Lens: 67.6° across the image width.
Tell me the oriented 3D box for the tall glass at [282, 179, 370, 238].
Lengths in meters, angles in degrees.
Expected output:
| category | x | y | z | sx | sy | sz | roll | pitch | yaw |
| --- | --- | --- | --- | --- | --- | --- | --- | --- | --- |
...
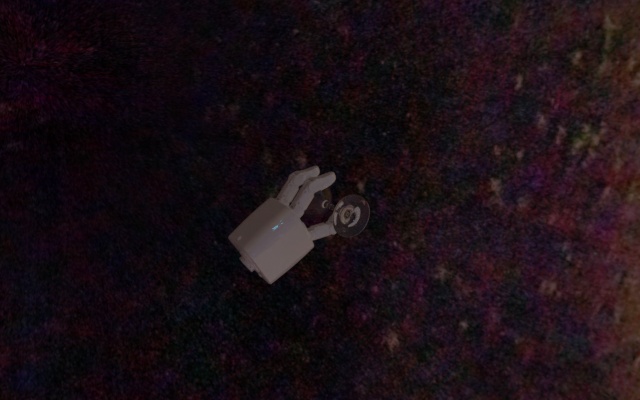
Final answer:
| category | x | y | z | sx | sy | sz | roll | pitch | yaw |
| --- | --- | --- | --- | --- | --- | --- | --- | --- | --- |
| tall glass | 0.001 | 0.003 | 0.869 | 0.079 | 0.079 | 0.201 | 0 | 14 | -32 |
